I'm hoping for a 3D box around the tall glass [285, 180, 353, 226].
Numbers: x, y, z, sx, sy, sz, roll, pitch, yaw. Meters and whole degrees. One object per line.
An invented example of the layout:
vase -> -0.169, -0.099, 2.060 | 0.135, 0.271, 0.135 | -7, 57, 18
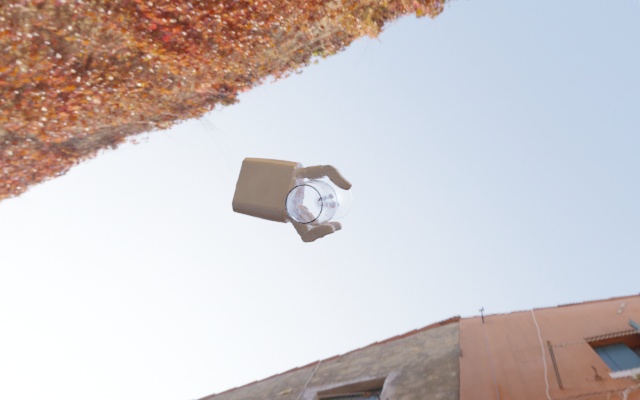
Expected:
tall glass -> 0.000, 0.003, 0.841 | 0.079, 0.079, 0.201 | 0, 2, 15
